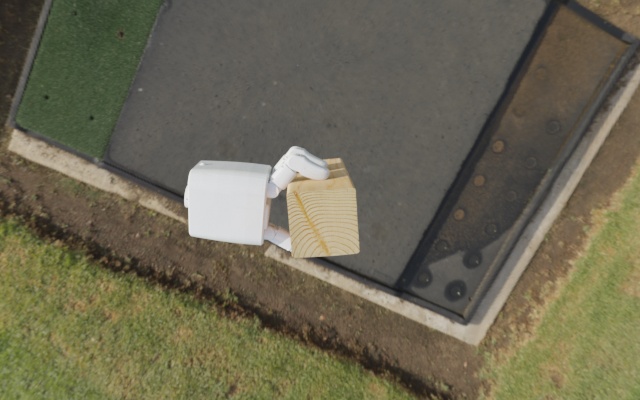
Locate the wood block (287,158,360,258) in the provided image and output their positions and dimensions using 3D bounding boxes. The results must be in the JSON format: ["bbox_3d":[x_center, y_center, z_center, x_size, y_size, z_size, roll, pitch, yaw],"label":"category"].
[{"bbox_3d":[0.000,0.003,0.704,0.090,0.091,0.206,-4,16,-1],"label":"wood block"}]
